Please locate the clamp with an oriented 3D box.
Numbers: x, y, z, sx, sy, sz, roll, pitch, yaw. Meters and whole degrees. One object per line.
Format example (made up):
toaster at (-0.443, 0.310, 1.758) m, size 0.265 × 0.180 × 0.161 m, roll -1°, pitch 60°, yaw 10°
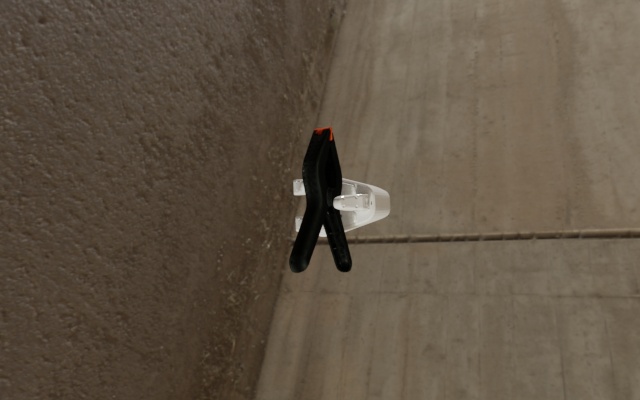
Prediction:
clamp at (0.001, 0.002, 0.652) m, size 0.036 × 0.210 × 0.164 m, roll -4°, pitch -2°, yaw 24°
